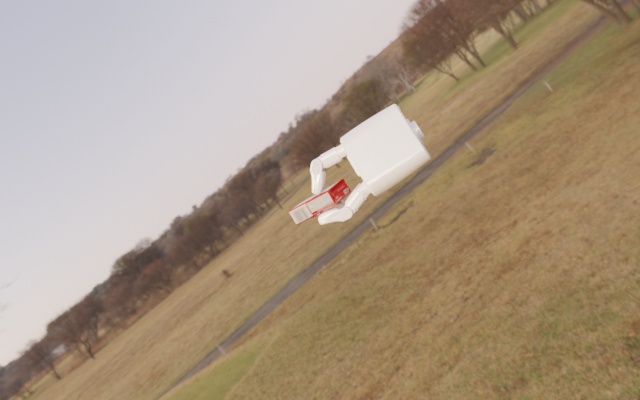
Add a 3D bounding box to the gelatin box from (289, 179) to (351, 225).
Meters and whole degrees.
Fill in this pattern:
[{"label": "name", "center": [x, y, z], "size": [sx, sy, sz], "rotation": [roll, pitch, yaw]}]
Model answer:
[{"label": "gelatin box", "center": [0.000, 0.002, 0.811], "size": [0.089, 0.030, 0.073], "rotation": [-28, 5, 28]}]
